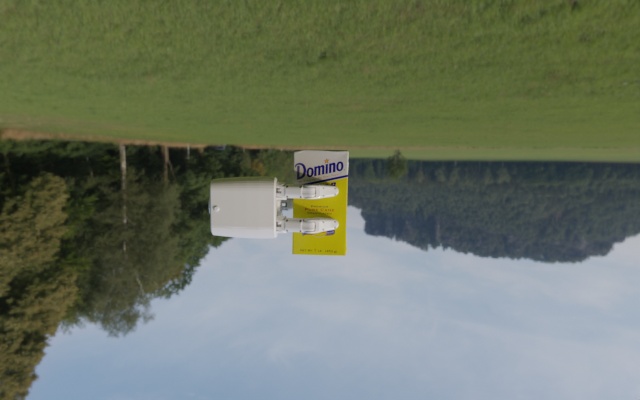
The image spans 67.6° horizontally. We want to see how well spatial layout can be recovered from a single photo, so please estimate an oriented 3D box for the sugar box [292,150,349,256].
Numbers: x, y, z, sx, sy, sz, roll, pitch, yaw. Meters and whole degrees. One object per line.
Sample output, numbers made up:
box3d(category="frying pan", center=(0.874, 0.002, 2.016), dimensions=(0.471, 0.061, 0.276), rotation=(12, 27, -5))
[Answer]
box3d(category="sugar box", center=(0.000, 0.003, 0.807), dimensions=(0.093, 0.176, 0.048), rotation=(1, 7, 3))
